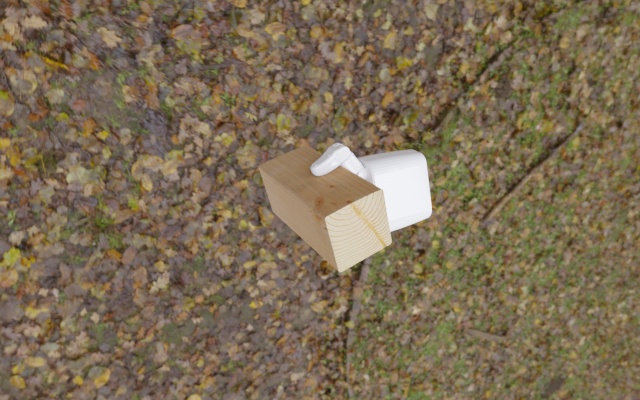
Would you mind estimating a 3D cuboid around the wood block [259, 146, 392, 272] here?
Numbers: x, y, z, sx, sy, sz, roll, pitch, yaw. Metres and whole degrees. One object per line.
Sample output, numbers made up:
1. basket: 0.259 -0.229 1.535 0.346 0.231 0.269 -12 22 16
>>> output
1. wood block: 0.000 0.002 0.690 0.090 0.091 0.206 -26 32 -20
